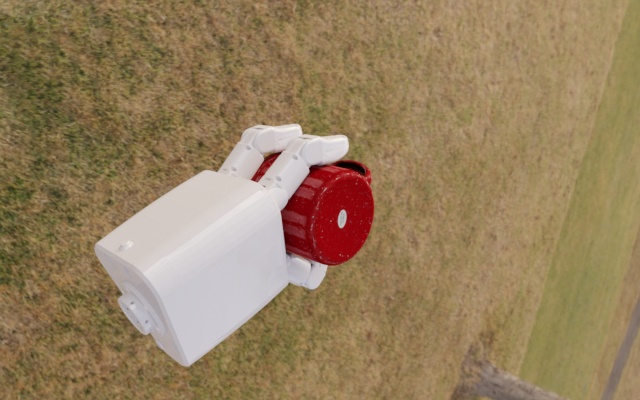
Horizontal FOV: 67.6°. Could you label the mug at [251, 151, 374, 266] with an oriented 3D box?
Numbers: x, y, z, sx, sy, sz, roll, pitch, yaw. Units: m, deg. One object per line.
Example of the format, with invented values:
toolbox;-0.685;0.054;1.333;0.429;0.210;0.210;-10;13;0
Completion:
mug;0.001;0.001;0.423;0.081;0.093;0.117;16;44;43
